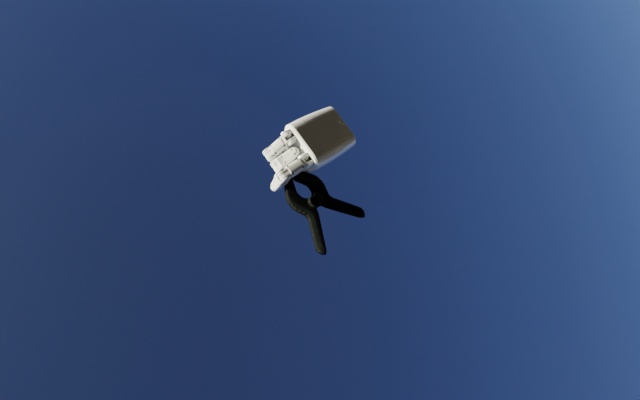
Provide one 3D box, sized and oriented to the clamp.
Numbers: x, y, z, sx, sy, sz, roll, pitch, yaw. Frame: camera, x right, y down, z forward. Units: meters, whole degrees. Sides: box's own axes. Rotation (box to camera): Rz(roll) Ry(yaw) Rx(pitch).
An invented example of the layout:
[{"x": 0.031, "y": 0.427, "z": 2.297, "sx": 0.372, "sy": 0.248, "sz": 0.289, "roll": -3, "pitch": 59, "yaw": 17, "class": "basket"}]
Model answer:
[{"x": 0.000, "y": 0.003, "z": 0.892, "sx": 0.120, "sy": 0.171, "sz": 0.039, "roll": -32, "pitch": -4, "yaw": -27, "class": "clamp"}]
